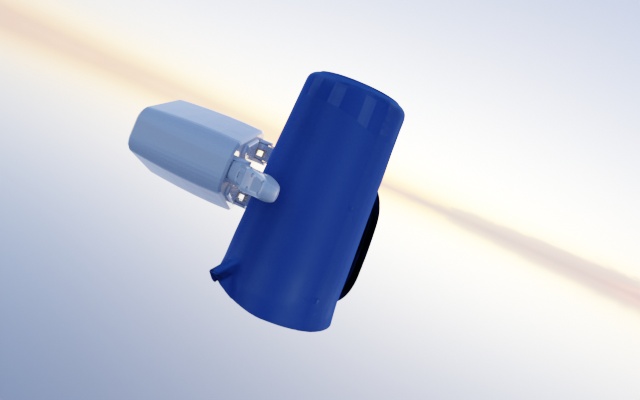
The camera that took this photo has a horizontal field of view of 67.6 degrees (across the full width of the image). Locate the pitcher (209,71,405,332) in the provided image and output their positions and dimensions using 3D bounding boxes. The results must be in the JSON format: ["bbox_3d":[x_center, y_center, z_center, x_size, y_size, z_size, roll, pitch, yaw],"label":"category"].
[{"bbox_3d":[0.000,0.002,0.500,0.145,0.243,0.149,23,5,3],"label":"pitcher"}]
